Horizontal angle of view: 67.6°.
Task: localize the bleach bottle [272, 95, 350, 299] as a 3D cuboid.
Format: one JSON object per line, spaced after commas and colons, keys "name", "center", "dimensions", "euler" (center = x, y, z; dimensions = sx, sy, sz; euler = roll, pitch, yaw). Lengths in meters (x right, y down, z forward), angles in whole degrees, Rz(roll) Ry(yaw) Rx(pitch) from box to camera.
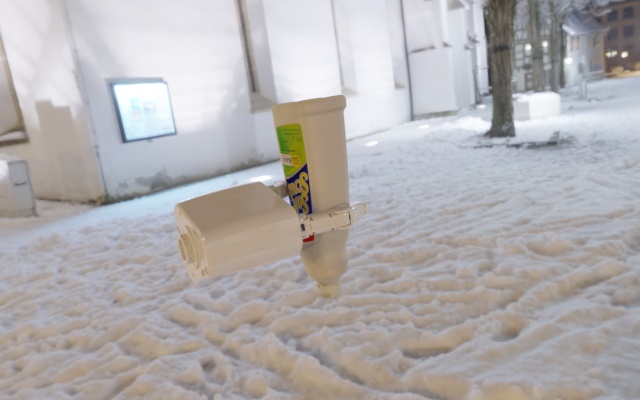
{"name": "bleach bottle", "center": [0.000, 0.002, 0.593], "dimensions": [0.068, 0.251, 0.102], "euler": [-15, 13, -29]}
